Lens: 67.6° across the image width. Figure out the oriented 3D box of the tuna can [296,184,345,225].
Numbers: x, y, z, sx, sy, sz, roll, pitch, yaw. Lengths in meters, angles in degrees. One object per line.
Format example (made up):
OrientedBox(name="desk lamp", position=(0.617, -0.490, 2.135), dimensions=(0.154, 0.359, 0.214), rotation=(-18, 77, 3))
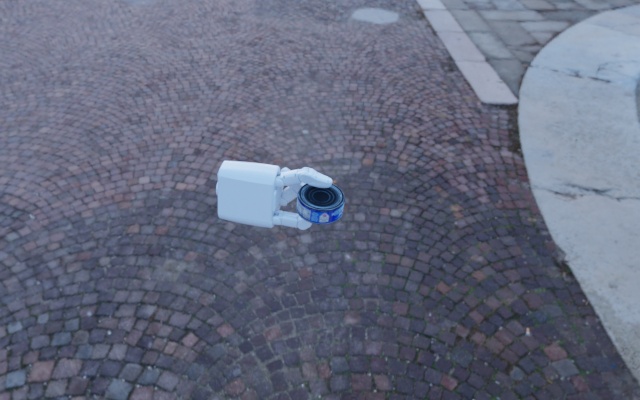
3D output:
OrientedBox(name="tuna can", position=(0.000, 0.002, 0.854), dimensions=(0.086, 0.034, 0.086), rotation=(5, 39, -4))
